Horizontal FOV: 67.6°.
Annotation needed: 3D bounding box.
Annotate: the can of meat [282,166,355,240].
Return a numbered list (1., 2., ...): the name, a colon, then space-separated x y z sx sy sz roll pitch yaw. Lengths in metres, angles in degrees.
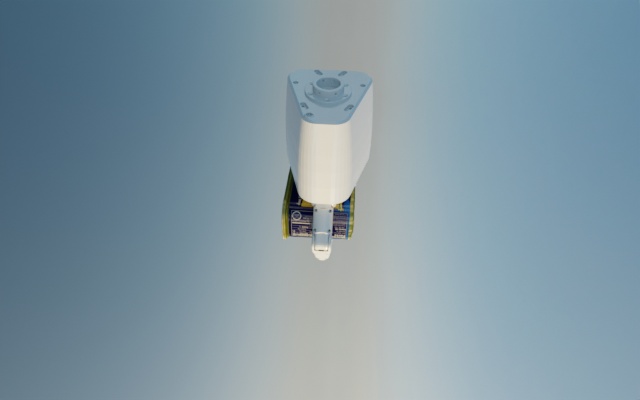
1. can of meat: 0.000 0.002 0.593 0.084 0.057 0.102 3 40 3
